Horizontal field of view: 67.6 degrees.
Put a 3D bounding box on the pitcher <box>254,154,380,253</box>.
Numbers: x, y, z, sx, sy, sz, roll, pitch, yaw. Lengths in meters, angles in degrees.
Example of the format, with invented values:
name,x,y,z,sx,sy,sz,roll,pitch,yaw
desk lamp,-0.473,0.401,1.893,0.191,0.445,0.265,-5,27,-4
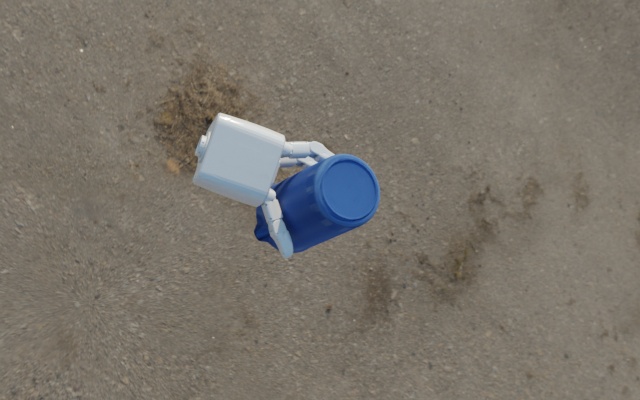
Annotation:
name,x,y,z,sx,sy,sz,roll,pitch,yaw
pitcher,0.000,0.003,0.779,0.145,0.149,0.243,22,-19,-19
